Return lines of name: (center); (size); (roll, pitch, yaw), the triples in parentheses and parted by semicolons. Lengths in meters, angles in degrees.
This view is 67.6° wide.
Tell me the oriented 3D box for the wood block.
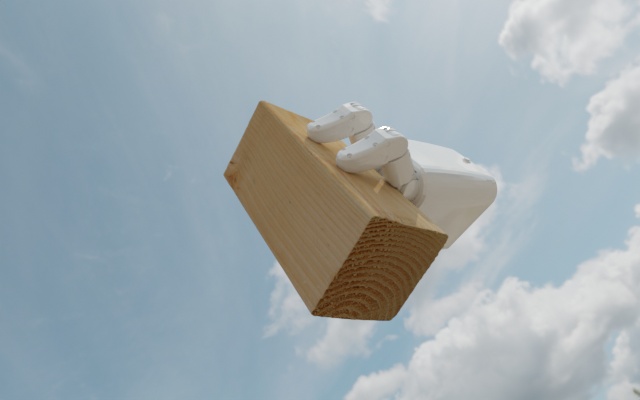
wood block: (0.000, 0.002, 0.427); (0.090, 0.091, 0.206); (15, 23, -38)
